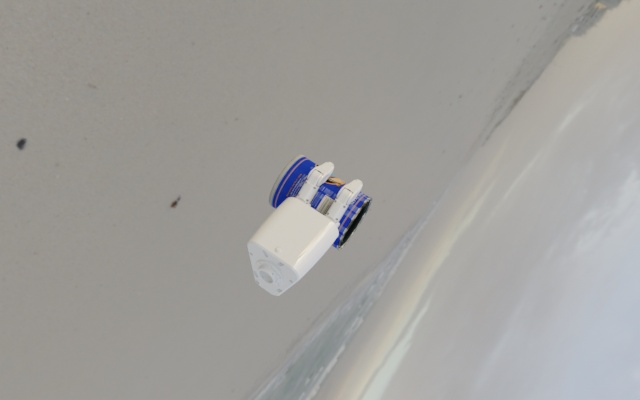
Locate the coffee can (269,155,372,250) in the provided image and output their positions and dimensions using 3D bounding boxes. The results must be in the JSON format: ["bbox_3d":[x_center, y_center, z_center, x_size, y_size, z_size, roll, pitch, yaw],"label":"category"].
[{"bbox_3d":[0.000,0.002,0.796,0.140,0.103,0.103,33,7,12],"label":"coffee can"}]
